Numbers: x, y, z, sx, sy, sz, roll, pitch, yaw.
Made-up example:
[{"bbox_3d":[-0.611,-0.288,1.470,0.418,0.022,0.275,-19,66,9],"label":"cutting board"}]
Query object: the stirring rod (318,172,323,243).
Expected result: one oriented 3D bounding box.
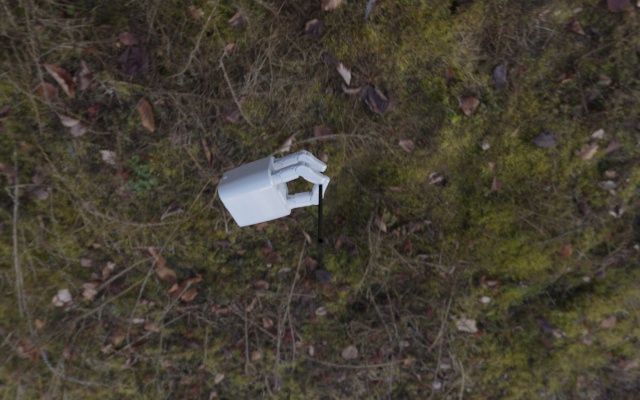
[{"bbox_3d":[0.000,0.003,0.823,0.011,0.011,0.239,0,29,0],"label":"stirring rod"}]
